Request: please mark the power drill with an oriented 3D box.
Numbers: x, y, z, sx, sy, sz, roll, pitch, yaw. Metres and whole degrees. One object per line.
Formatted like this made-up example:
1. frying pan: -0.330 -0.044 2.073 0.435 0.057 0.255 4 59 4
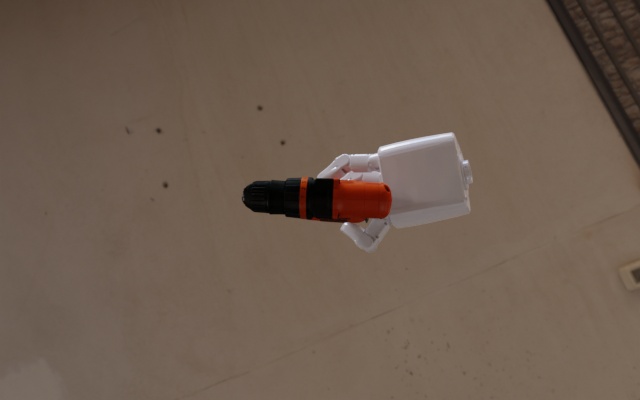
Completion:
1. power drill: 0.000 0.002 0.656 0.184 0.057 0.187 4 -1 5
